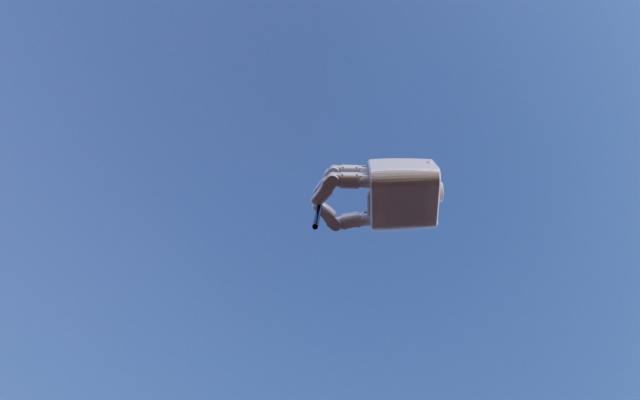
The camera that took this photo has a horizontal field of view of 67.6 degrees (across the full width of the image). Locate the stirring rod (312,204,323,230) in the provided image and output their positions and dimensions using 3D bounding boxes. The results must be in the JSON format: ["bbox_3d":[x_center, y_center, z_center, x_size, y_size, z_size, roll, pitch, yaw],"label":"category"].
[{"bbox_3d":[0.000,0.003,0.762,0.011,0.011,0.239,0,16,4],"label":"stirring rod"}]
